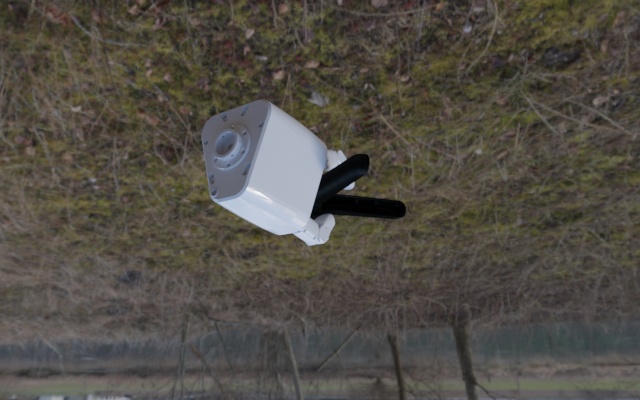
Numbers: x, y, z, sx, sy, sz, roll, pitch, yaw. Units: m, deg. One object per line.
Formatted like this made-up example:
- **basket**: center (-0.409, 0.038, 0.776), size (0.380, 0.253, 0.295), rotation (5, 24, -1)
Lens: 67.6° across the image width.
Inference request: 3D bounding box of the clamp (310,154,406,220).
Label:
- **clamp**: center (-0.001, 0.003, 0.617), size (0.210, 0.036, 0.165), rotation (-12, -27, 29)
